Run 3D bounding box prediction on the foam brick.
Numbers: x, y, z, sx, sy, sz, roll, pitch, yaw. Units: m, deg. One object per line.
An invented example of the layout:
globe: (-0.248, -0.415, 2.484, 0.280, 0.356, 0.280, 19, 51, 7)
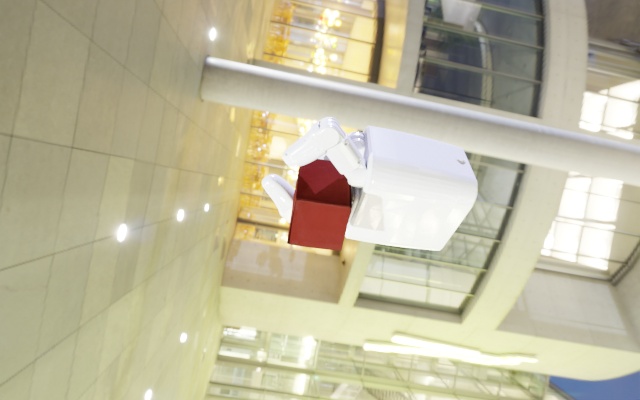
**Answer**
foam brick: (0.000, 0.002, 0.452, 0.051, 0.053, 0.078, 10, 35, -4)
